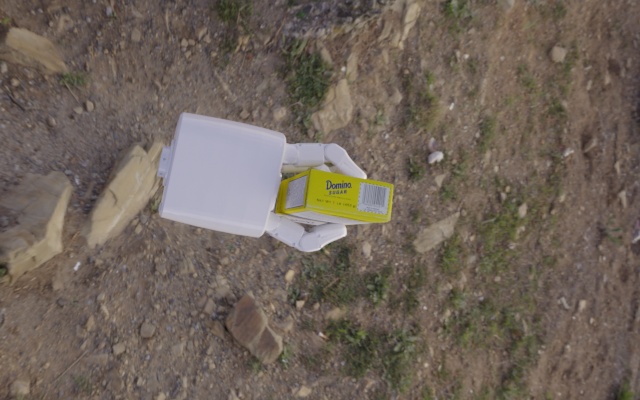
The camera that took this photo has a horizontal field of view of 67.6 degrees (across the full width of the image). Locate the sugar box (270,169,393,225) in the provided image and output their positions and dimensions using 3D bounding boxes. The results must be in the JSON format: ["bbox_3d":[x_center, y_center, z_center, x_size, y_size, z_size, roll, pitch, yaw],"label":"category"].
[{"bbox_3d":[0.000,0.001,0.544,0.093,0.048,0.176,10,-5,-20],"label":"sugar box"}]
